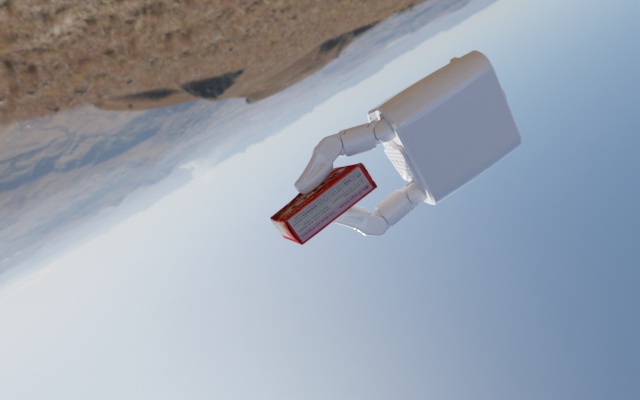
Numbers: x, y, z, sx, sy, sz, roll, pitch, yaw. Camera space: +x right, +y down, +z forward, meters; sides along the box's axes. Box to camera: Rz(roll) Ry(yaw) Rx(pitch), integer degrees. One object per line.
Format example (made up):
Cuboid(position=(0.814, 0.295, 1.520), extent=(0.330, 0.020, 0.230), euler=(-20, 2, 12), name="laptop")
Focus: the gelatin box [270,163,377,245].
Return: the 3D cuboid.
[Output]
Cuboid(position=(0.000, 0.002, 0.447), extent=(0.089, 0.030, 0.073), euler=(-38, 10, -12), name="gelatin box")
